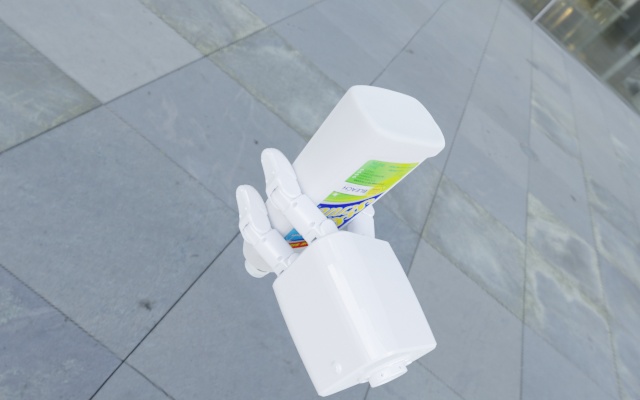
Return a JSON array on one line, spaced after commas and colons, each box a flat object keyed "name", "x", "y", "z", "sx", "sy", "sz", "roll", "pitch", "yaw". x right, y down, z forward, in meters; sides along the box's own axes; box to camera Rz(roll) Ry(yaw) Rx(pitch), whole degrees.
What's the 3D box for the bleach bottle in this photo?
[{"name": "bleach bottle", "x": 0.000, "y": 0.001, "z": 0.474, "sx": 0.102, "sy": 0.068, "sz": 0.251, "roll": 1, "pitch": -37, "yaw": -41}]
